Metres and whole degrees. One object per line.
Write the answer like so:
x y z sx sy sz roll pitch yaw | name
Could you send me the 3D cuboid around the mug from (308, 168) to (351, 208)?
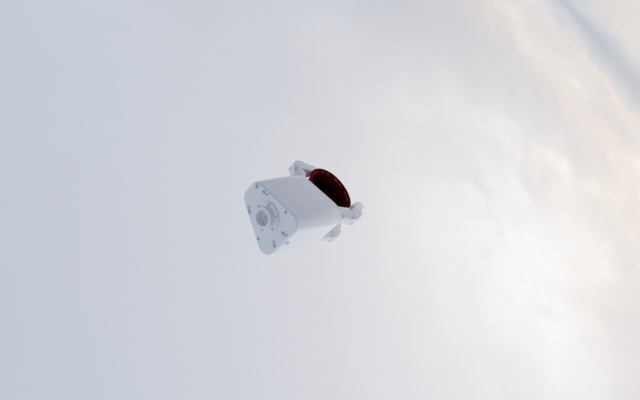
0.001 0.003 0.854 0.081 0.093 0.117 -40 -19 32 | mug
